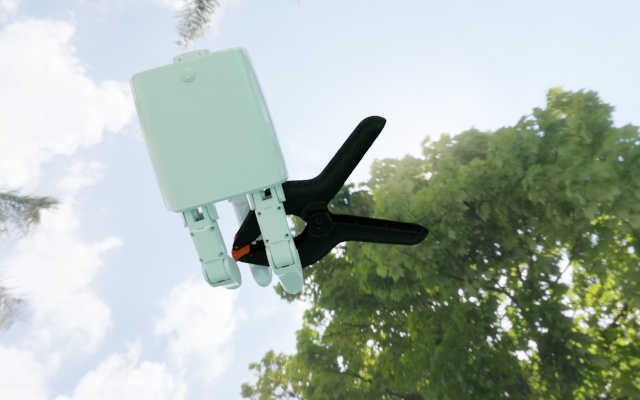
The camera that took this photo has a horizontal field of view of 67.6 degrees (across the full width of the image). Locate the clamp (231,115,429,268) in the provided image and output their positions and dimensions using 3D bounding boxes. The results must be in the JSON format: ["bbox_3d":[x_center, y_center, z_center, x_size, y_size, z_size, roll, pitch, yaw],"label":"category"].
[{"bbox_3d":[0.000,0.001,0.409,0.171,0.120,0.039,-15,12,-2],"label":"clamp"}]
